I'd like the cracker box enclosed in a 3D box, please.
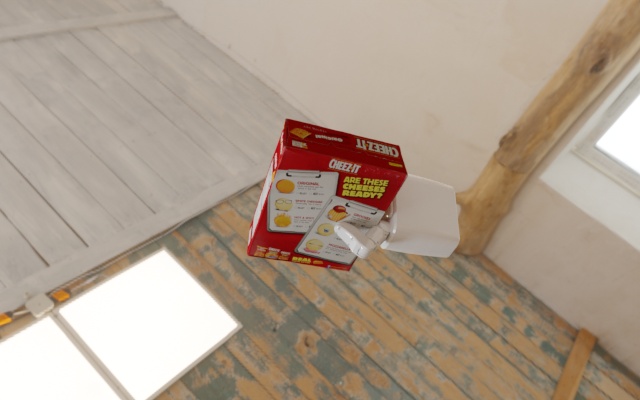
[{"bbox_3d":[0.000,0.002,0.672,0.164,0.072,0.214,11,-47,-15],"label":"cracker box"}]
